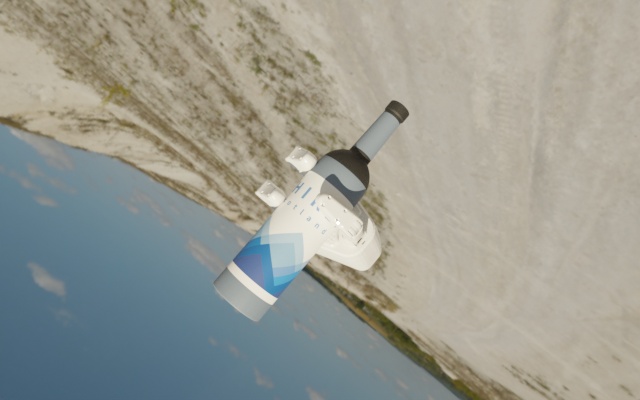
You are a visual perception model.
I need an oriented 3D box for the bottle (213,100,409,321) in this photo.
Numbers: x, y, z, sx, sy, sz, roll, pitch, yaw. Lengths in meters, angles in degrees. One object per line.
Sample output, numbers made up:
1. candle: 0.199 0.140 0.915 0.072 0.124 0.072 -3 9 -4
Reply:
1. bottle: 0.000 0.002 0.548 0.069 0.295 0.069 40 -6 5
